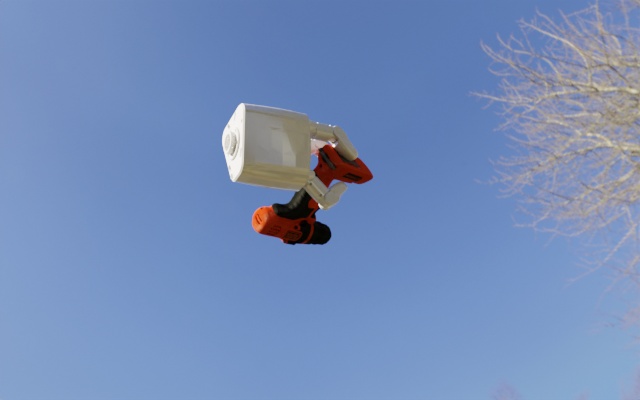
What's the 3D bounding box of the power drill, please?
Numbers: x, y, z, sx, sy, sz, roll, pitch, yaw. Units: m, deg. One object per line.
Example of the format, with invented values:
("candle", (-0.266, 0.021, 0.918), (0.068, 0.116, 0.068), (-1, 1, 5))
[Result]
("power drill", (0.000, 0.002, 0.810), (0.184, 0.188, 0.057), (16, 31, -51))
